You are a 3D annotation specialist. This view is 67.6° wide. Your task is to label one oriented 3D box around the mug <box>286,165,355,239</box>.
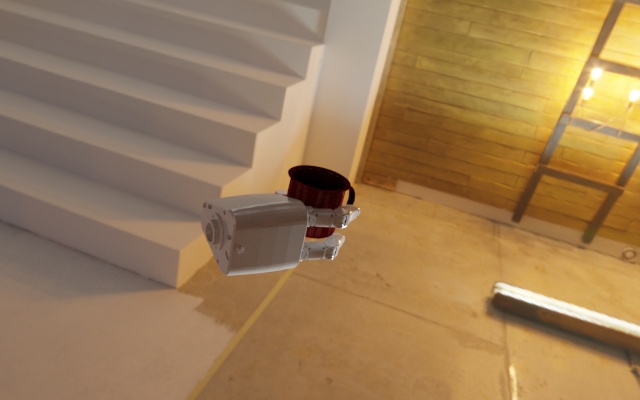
[{"bbox_3d":[0.001,0.002,0.711,0.117,0.081,0.093,-3,29,-34],"label":"mug"}]
